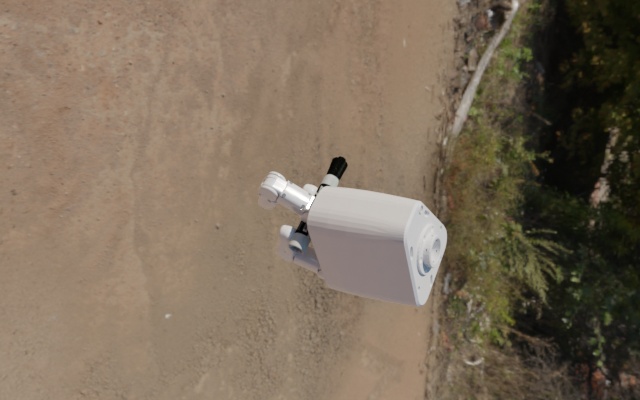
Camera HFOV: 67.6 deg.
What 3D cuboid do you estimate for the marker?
[{"bbox_3d":[0.000,0.002,0.510,0.020,0.121,0.020,21,-26,11],"label":"marker"}]
